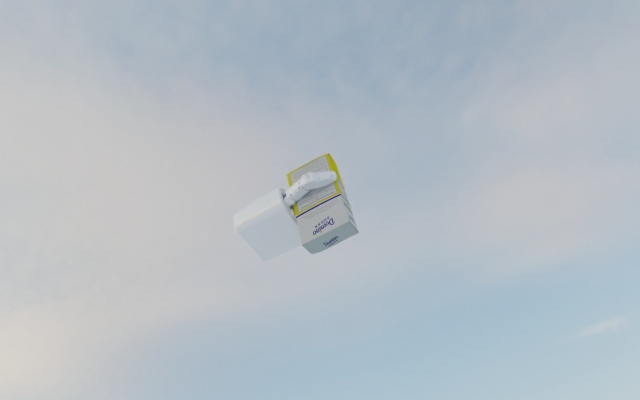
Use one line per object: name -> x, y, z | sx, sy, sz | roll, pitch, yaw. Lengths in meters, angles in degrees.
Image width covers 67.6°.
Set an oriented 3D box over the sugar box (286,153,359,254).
sugar box -> 0.000, 0.003, 0.846 | 0.093, 0.176, 0.048 | -27, -42, 14
